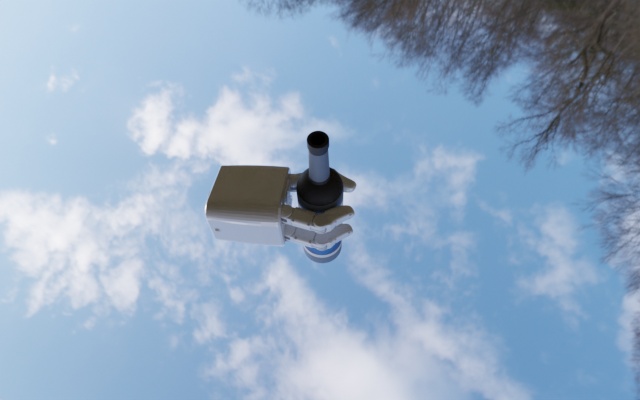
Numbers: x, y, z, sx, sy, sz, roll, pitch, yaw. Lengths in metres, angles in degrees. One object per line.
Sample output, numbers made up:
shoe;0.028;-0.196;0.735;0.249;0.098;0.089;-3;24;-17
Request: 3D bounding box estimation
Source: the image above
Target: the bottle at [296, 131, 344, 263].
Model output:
bottle;0.000;0.002;0.699;0.069;0.069;0.296;0;-31;1
